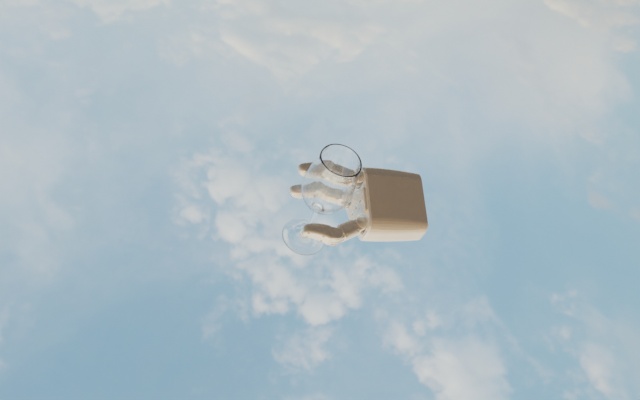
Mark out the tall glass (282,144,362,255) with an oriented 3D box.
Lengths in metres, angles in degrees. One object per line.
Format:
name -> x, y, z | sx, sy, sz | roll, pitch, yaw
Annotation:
tall glass -> 0.000, 0.003, 0.736 | 0.079, 0.079, 0.201 | 0, -36, -21
